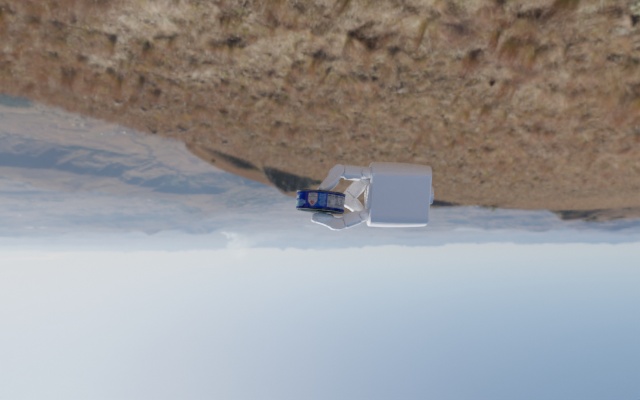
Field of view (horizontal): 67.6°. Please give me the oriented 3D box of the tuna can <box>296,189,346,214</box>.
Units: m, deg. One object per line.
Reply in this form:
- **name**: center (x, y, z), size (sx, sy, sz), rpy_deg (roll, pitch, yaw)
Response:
- **tuna can**: center (0.000, 0.003, 0.832), size (0.086, 0.033, 0.086), rpy_deg (5, -5, 0)
